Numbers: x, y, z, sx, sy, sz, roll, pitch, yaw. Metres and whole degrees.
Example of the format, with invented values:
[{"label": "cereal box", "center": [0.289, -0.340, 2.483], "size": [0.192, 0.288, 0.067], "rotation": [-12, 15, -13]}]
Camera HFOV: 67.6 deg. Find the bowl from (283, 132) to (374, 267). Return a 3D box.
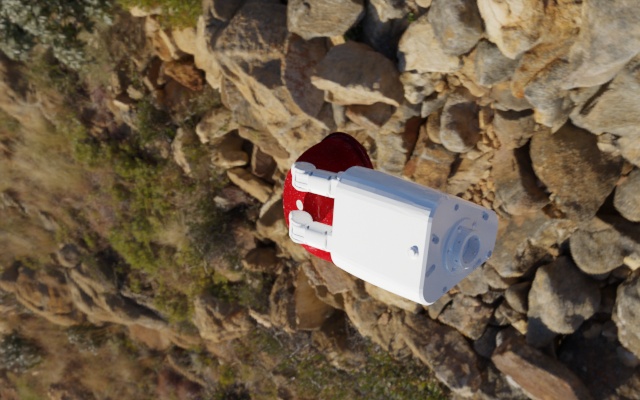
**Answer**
[{"label": "bowl", "center": [-0.001, 0.002, 0.554], "size": [0.055, 0.162, 0.162], "rotation": [-5, 2, -29]}]
